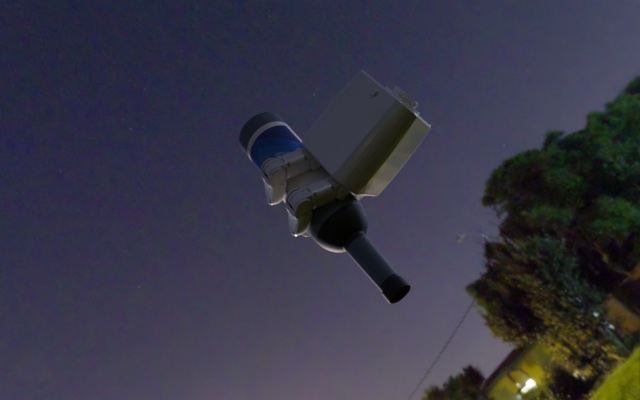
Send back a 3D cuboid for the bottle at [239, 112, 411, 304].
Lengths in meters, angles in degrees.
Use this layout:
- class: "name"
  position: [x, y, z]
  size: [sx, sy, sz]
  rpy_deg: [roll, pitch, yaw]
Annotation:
- class: "bottle"
  position: [0.000, 0.002, 0.557]
  size: [0.069, 0.069, 0.295]
  rpy_deg: [0, 39, -44]
